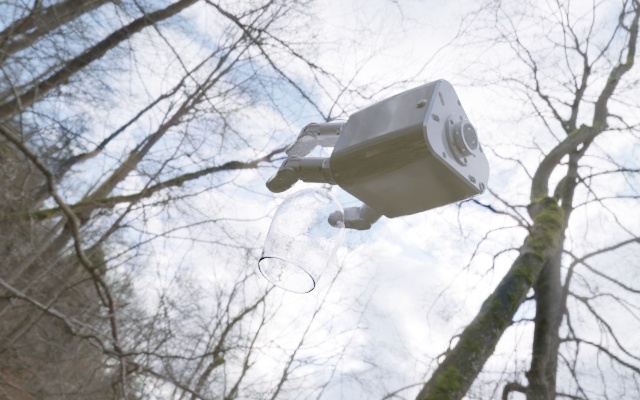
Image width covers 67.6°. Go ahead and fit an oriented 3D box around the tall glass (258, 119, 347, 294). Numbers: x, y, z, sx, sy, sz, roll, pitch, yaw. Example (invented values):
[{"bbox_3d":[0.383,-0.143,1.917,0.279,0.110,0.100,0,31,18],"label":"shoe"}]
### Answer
[{"bbox_3d":[0.000,0.001,0.527,0.079,0.201,0.079,16,-37,12],"label":"tall glass"}]
